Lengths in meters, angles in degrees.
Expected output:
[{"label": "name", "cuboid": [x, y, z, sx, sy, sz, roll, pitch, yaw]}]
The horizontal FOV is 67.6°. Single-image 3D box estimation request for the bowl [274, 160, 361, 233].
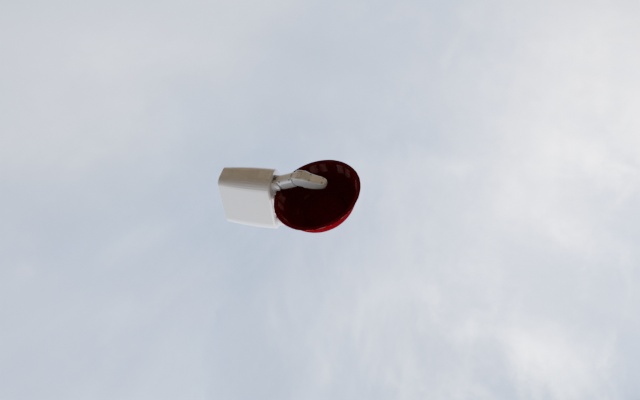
[{"label": "bowl", "cuboid": [0.001, 0.003, 0.857, 0.162, 0.162, 0.055, 0, -39, 23]}]
